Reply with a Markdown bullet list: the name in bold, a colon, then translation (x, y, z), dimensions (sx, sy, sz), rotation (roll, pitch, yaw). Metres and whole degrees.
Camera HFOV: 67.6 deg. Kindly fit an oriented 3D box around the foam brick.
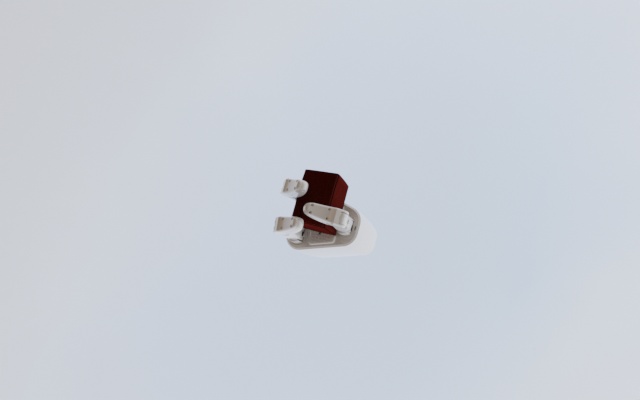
- **foam brick**: translation (0.000, 0.002, 0.672), dimensions (0.053, 0.078, 0.051), rotation (12, -11, 24)
